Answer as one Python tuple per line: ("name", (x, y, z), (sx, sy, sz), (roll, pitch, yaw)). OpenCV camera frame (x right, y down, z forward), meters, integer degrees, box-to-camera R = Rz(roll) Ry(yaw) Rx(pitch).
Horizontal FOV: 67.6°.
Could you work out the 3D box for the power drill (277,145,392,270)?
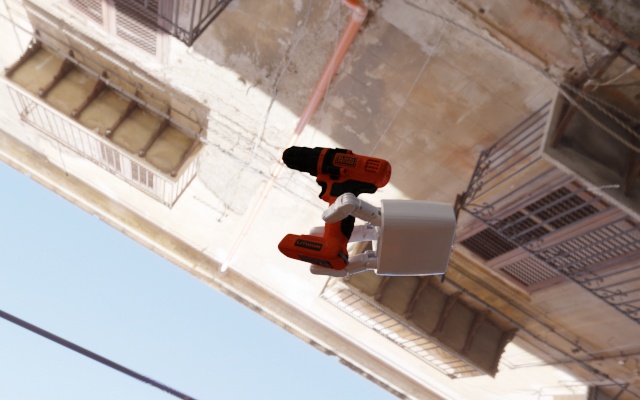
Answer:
("power drill", (0.000, 0.003, 0.738), (0.184, 0.187, 0.057), (11, -20, 23))
